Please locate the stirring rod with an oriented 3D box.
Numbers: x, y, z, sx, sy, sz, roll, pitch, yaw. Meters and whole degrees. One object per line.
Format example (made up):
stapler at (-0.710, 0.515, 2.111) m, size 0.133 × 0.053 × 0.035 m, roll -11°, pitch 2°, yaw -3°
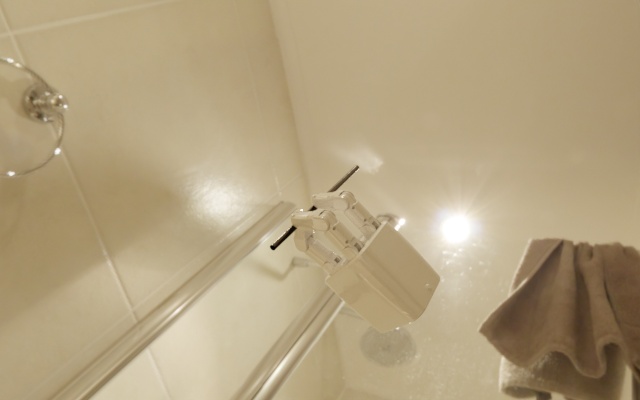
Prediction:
stirring rod at (0.000, 0.002, 0.662) m, size 0.011 × 0.011 × 0.239 m, roll 0°, pitch 27°, yaw 32°
